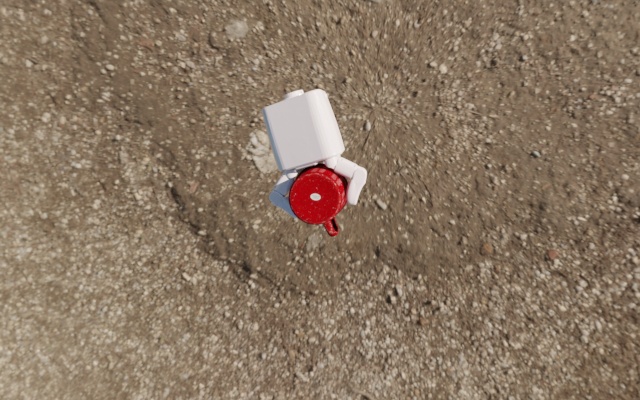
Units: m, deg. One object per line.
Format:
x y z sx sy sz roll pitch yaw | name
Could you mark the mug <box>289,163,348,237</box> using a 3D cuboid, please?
0.001 0.004 0.749 0.093 0.117 0.081 -19 7 10 | mug
